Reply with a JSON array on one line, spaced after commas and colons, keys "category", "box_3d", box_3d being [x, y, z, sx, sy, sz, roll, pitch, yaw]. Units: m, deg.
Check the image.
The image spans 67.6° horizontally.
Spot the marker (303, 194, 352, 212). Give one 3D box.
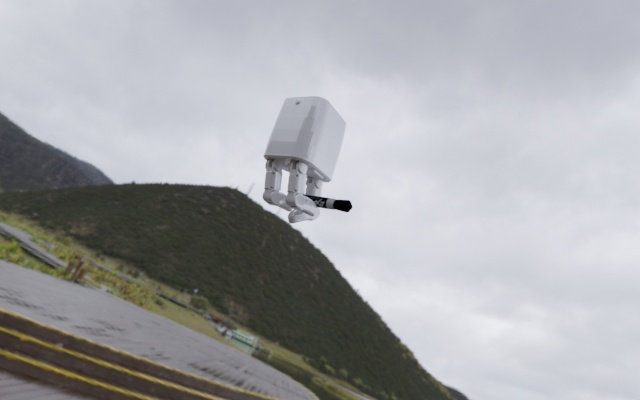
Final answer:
[{"category": "marker", "box_3d": [0.000, 0.003, 0.747, 0.121, 0.020, 0.020, 9, 6, 42]}]
